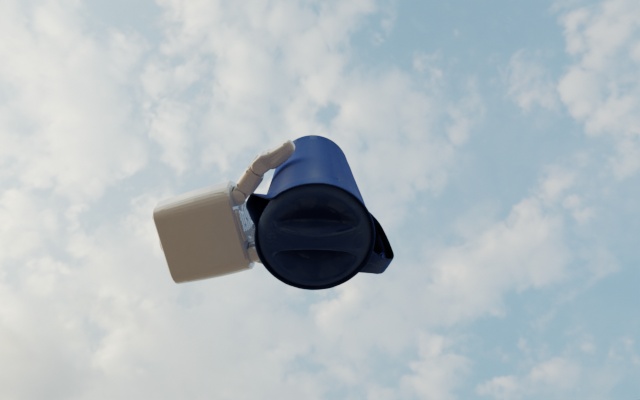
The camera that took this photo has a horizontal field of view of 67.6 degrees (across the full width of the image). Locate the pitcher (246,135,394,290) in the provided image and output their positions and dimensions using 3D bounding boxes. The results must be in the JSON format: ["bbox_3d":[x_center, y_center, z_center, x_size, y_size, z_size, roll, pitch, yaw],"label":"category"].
[{"bbox_3d":[0.000,0.002,0.627,0.145,0.149,0.242,-16,23,6],"label":"pitcher"}]
